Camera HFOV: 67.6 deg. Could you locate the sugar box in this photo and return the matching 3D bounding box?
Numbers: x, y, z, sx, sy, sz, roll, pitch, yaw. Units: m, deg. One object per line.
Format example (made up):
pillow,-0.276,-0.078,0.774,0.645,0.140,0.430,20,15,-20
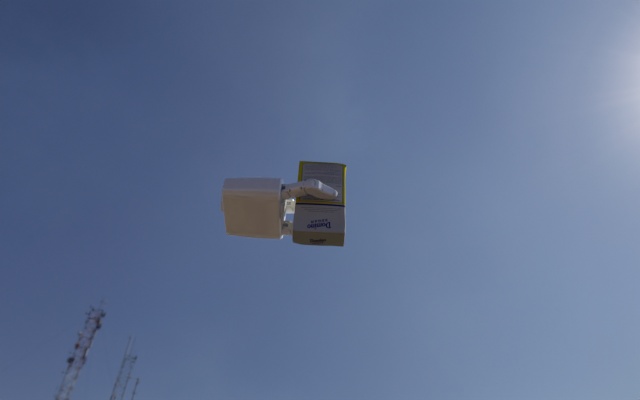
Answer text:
sugar box,0.000,0.003,0.883,0.093,0.176,0.048,3,-40,1
